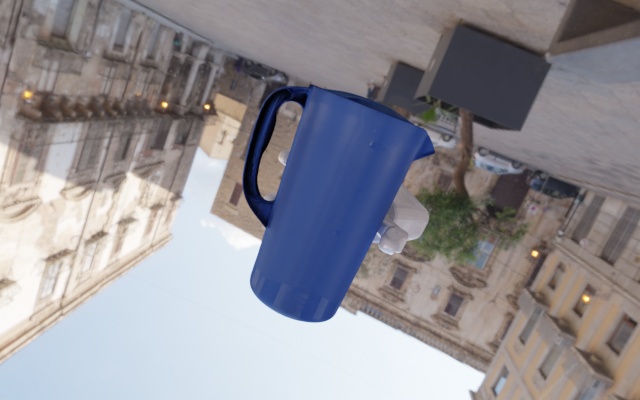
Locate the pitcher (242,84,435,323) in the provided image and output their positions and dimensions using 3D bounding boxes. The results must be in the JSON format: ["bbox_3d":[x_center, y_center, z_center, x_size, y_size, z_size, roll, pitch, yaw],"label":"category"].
[{"bbox_3d":[0.000,0.002,0.523,0.149,0.243,0.145,31,15,35],"label":"pitcher"}]
